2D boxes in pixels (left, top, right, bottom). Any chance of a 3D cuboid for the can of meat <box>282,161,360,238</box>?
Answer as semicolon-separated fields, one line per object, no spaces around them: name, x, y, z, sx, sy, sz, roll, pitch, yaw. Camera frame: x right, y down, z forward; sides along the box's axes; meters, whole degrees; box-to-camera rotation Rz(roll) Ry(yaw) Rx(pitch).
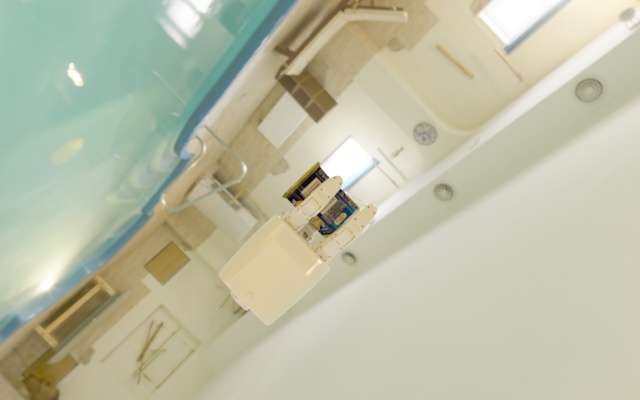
can of meat;0.000;0.002;0.636;0.057;0.084;0.102;-44;3;-10
